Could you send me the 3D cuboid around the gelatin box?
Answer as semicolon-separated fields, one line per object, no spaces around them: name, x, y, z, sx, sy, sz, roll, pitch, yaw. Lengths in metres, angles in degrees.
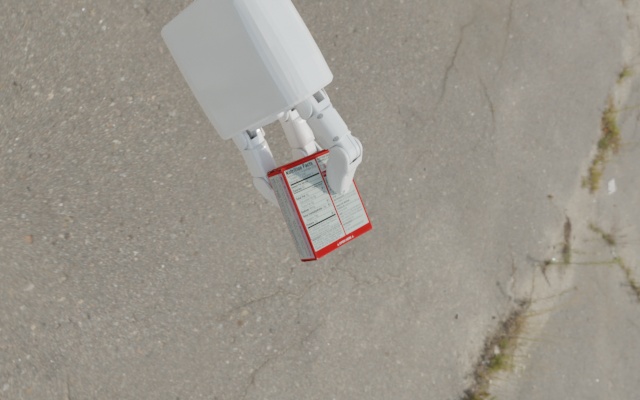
gelatin box;0.000;0.002;0.442;0.073;0.089;0.030;-26;6;-35
